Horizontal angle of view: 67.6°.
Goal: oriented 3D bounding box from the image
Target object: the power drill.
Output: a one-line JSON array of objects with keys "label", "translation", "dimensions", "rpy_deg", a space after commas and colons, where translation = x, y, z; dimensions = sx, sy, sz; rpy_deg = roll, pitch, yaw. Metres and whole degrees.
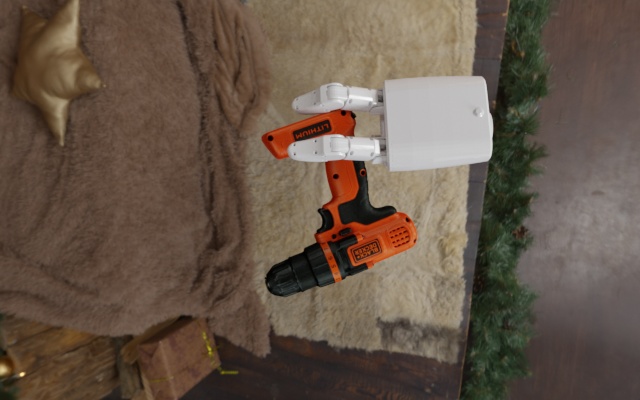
[{"label": "power drill", "translation": [0.000, 0.001, 0.544], "dimensions": [0.184, 0.188, 0.057], "rpy_deg": [-22, 9, -7]}]
